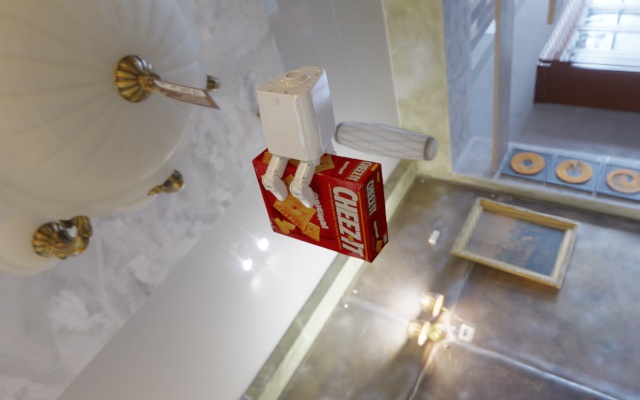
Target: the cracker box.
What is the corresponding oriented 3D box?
[{"bbox_3d":[0.000,0.002,0.808,0.213,0.164,0.072,15,44,31],"label":"cracker box"}]
